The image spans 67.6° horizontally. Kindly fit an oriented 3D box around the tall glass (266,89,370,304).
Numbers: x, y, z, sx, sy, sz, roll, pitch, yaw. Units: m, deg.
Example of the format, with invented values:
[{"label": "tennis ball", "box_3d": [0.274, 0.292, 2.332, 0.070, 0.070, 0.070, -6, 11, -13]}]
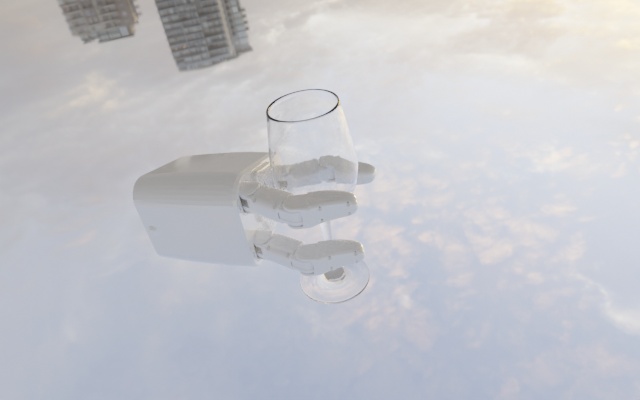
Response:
[{"label": "tall glass", "box_3d": [0.000, 0.002, 0.448, 0.079, 0.201, 0.079, -7, 36, 5]}]
